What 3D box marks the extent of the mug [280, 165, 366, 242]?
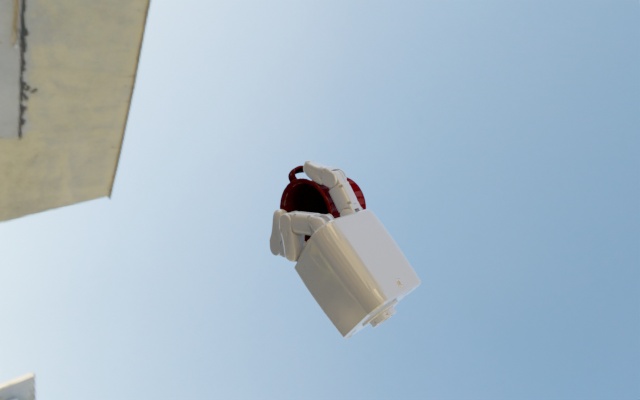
[{"bbox_3d":[-0.001,0.001,0.640,0.081,0.117,0.093,-14,-27,-46],"label":"mug"}]
